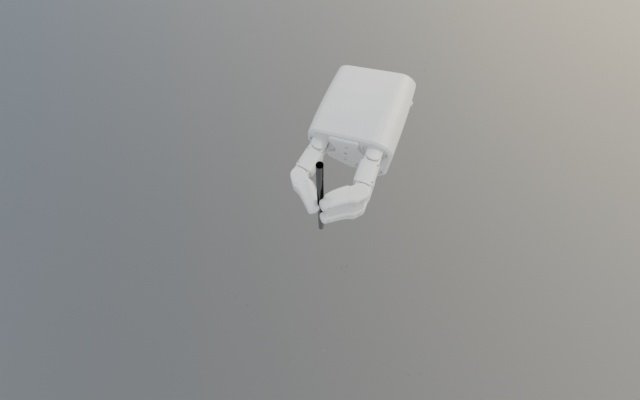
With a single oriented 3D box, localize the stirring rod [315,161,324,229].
[{"bbox_3d":[0.000,0.002,0.573,0.011,0.011,0.240,0,-17,0],"label":"stirring rod"}]
